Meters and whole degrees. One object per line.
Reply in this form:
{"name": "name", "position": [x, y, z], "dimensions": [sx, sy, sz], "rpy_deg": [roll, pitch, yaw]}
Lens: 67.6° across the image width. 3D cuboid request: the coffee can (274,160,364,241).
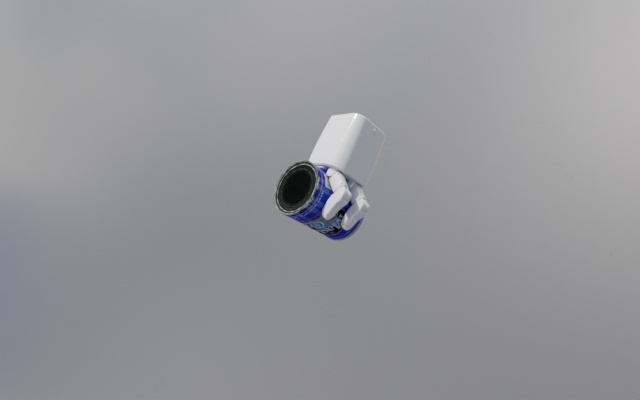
{"name": "coffee can", "position": [0.000, 0.003, 0.866], "dimensions": [0.103, 0.102, 0.140], "rpy_deg": [0, -22, 42]}
